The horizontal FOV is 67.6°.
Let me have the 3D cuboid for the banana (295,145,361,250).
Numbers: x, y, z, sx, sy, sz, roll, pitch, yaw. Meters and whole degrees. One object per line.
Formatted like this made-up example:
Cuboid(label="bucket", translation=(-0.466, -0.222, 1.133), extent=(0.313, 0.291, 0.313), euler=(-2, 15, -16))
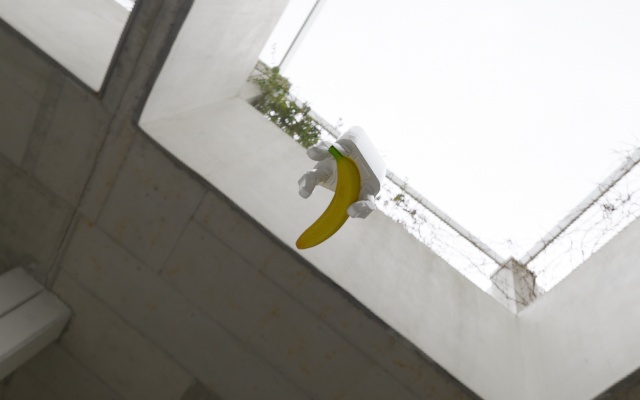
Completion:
Cuboid(label="banana", translation=(0.019, 0.006, 0.750), extent=(0.069, 0.198, 0.037), euler=(20, 30, 1))
